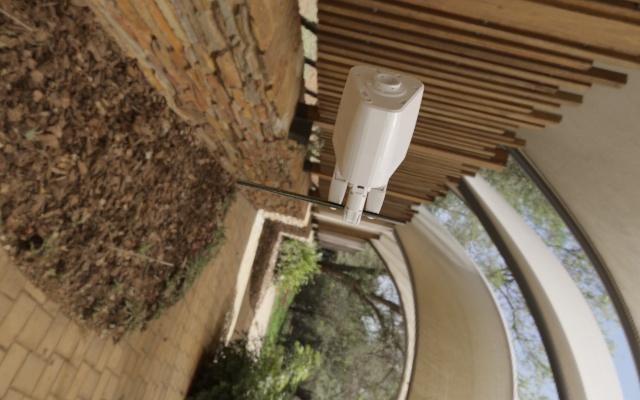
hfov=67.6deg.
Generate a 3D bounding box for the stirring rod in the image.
[{"bbox_3d":[0.000,0.002,0.660,0.239,0.011,0.011,14,1,3],"label":"stirring rod"}]
